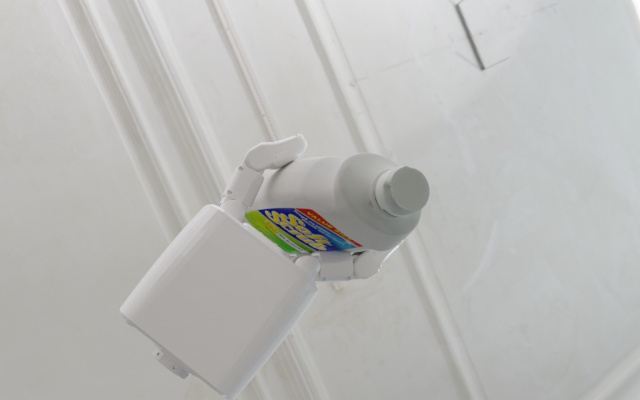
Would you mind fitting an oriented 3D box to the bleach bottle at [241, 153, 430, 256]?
[{"bbox_3d":[0.000,0.001,0.404,0.102,0.068,0.251,42,-20,-13],"label":"bleach bottle"}]
